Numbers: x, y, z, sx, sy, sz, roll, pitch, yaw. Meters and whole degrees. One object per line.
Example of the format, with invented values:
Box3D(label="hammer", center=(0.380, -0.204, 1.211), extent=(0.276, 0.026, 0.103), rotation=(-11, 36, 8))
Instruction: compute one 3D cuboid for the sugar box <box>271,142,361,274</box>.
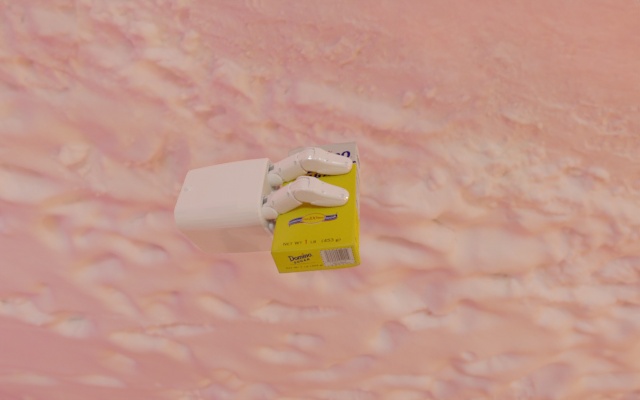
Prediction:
Box3D(label="sugar box", center=(0.000, 0.002, 0.568), extent=(0.093, 0.176, 0.048), rotation=(-6, -44, 10))
